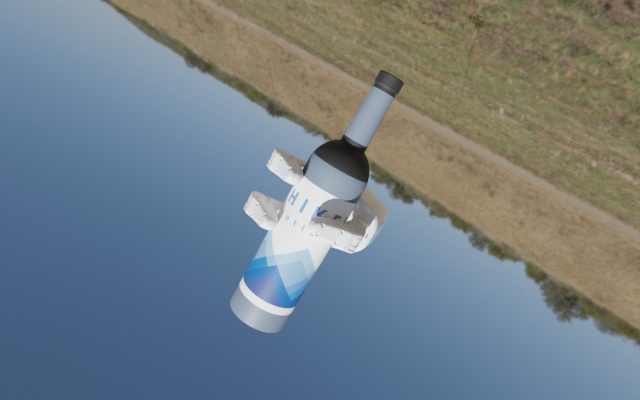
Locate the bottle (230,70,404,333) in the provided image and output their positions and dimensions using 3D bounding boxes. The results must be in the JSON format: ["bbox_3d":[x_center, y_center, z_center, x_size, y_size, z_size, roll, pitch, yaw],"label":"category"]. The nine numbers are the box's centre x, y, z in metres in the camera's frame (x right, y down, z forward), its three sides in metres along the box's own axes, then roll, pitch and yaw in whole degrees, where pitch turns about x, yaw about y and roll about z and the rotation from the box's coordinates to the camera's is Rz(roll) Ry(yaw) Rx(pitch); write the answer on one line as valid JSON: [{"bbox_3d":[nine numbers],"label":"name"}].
[{"bbox_3d":[0.000,0.002,0.504,0.069,0.296,0.069,28,12,-7],"label":"bottle"}]
